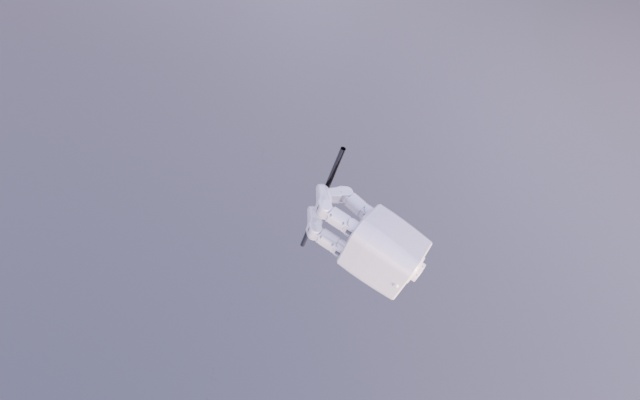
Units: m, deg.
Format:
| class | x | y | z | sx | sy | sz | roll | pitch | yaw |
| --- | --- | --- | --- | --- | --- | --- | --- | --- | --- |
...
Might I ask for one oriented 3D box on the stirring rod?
| class | x | y | z | sx | sy | sz | roll | pitch | yaw |
| --- | --- | --- | --- | --- | --- | --- | --- | --- | --- |
| stirring rod | 0.000 | 0.003 | 0.773 | 0.011 | 0.011 | 0.240 | 0 | -40 | -21 |
